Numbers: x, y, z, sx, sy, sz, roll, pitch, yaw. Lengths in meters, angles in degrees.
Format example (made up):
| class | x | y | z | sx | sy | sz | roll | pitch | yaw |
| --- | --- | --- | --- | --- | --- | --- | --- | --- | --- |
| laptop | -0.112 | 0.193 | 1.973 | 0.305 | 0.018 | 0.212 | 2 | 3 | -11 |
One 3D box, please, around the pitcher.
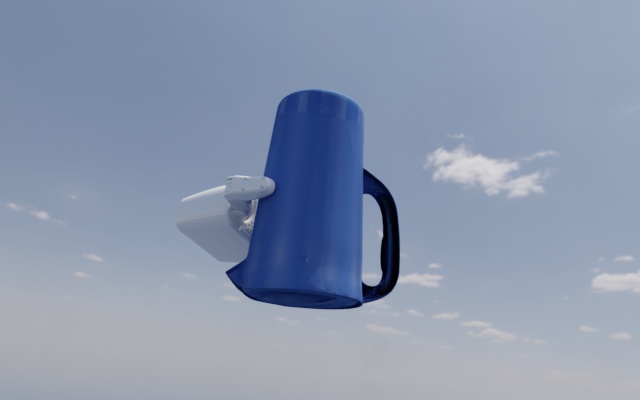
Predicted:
| class | x | y | z | sx | sy | sz | roll | pitch | yaw |
| --- | --- | --- | --- | --- | --- | --- | --- | --- | --- |
| pitcher | 0.000 | 0.002 | 0.551 | 0.145 | 0.242 | 0.149 | -10 | -25 | 38 |
